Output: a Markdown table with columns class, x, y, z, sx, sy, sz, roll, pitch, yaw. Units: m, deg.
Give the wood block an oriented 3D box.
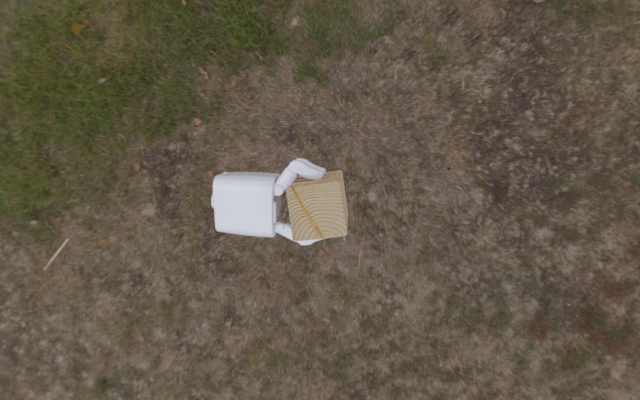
| class | x | y | z | sx | sy | sz | roll | pitch | yaw |
| --- | --- | --- | --- | --- | --- | --- | --- | --- | --- |
| wood block | 0.000 | 0.003 | 0.856 | 0.090 | 0.091 | 0.206 | -7 | 8 | 5 |
